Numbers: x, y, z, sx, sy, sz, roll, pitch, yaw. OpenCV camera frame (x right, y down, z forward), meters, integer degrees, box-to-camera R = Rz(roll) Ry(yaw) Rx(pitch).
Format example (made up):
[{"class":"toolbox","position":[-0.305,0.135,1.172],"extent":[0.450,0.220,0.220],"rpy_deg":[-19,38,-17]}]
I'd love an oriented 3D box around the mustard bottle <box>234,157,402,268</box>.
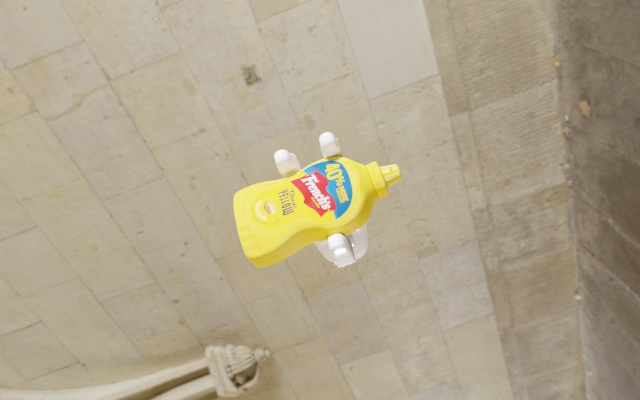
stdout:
[{"class":"mustard bottle","position":[0.000,0.002,0.546],"extent":[0.191,0.096,0.058],"rpy_deg":[-21,-34,5]}]
